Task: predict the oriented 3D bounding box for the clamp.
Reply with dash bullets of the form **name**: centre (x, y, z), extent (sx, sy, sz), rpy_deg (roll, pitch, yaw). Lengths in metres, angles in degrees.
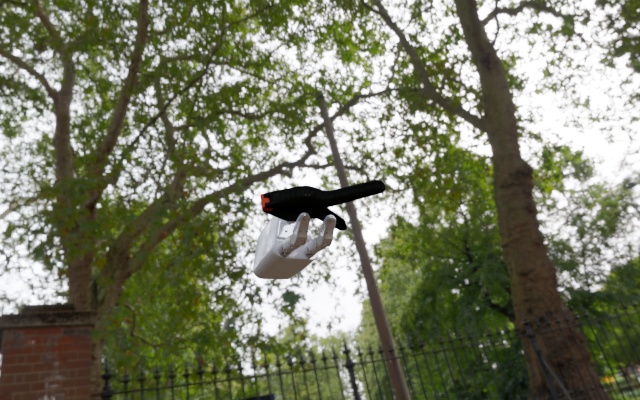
- **clamp**: centre (-0.001, 0.002, 0.840), extent (0.210, 0.036, 0.165), rpy_deg (7, -34, -31)
